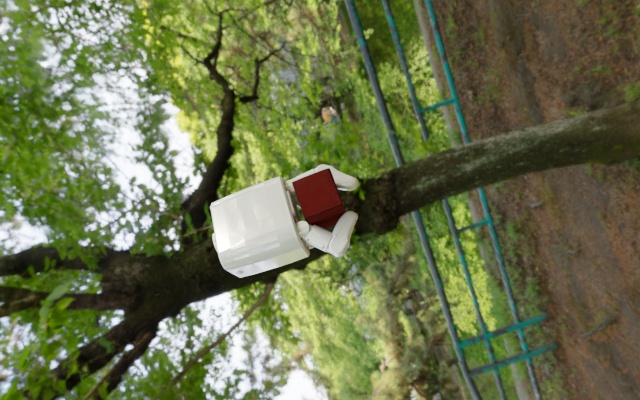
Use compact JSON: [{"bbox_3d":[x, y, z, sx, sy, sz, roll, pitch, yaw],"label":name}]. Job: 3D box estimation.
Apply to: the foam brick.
[{"bbox_3d":[0.000,0.002,0.619,0.051,0.053,0.078,-19,-19,1],"label":"foam brick"}]
